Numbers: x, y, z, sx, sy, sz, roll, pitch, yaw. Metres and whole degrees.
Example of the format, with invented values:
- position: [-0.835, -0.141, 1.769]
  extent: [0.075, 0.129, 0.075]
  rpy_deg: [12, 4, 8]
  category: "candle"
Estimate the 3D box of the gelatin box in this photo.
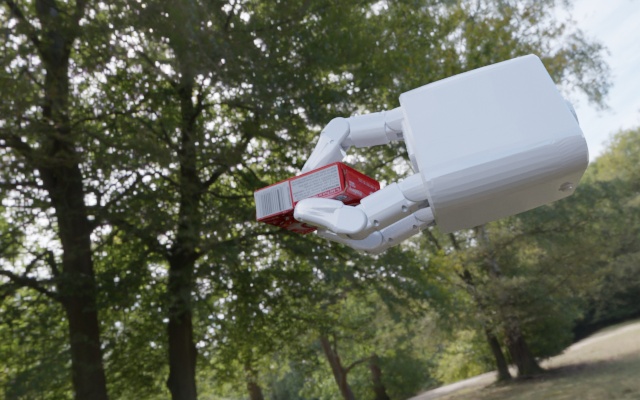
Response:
- position: [0.000, 0.001, 0.411]
  extent: [0.089, 0.030, 0.073]
  rpy_deg: [-18, -21, 27]
  category: "gelatin box"
